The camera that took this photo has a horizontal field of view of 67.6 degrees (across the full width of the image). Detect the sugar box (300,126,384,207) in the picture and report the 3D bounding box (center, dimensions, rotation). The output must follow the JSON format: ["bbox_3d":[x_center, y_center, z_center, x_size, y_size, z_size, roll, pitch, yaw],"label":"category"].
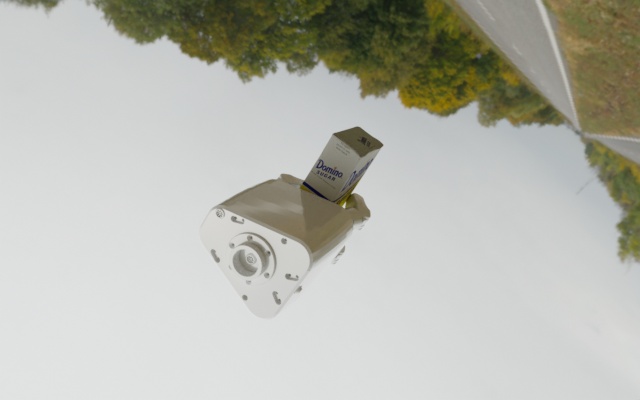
[{"bbox_3d":[0.000,0.002,0.547,0.048,0.176,0.093,39,24,8],"label":"sugar box"}]
